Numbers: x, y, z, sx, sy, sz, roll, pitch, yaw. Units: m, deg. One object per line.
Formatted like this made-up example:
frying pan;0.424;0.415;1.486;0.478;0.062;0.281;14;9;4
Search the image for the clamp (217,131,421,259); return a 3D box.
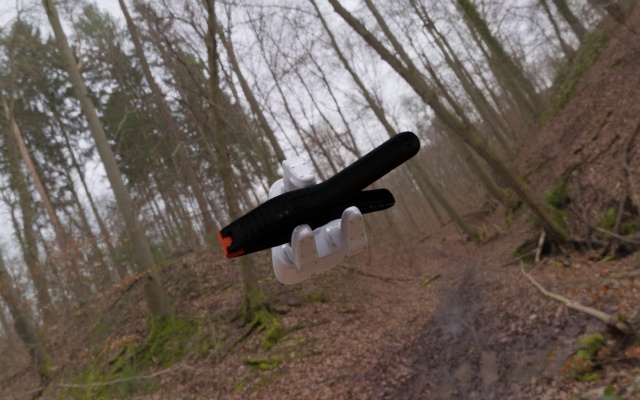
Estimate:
clamp;-0.001;0.001;0.479;0.210;0.036;0.165;-20;-20;-14
